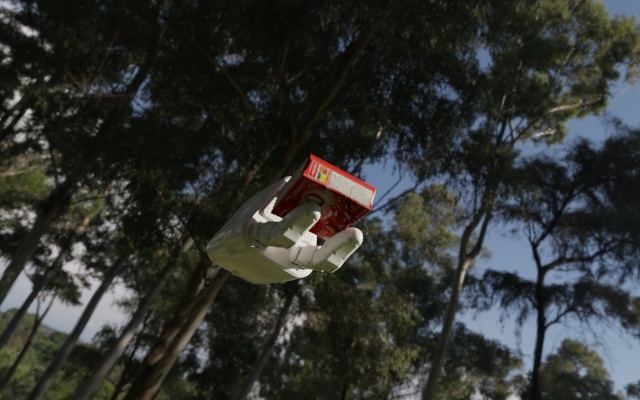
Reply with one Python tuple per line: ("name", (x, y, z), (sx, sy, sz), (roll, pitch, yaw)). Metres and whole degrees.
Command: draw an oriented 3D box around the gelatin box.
("gelatin box", (0.000, 0.001, 0.472), (0.073, 0.030, 0.089), (27, -35, -13))
